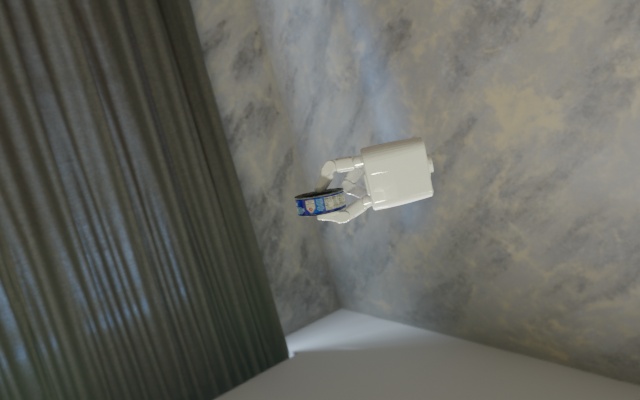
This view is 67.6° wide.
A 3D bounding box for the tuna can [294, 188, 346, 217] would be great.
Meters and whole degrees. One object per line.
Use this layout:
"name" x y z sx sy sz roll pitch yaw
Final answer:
"tuna can" 0.000 0.003 0.822 0.086 0.034 0.086 -10 7 1
